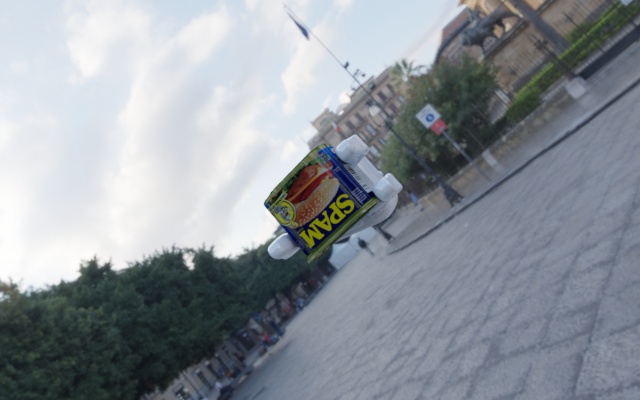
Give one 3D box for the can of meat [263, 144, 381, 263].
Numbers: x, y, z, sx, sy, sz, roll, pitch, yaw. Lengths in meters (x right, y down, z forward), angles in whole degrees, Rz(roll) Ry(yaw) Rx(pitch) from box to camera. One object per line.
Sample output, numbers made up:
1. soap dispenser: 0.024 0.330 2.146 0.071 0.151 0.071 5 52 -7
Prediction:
1. can of meat: 0.000 0.002 0.511 0.102 0.084 0.057 -44 -8 19
